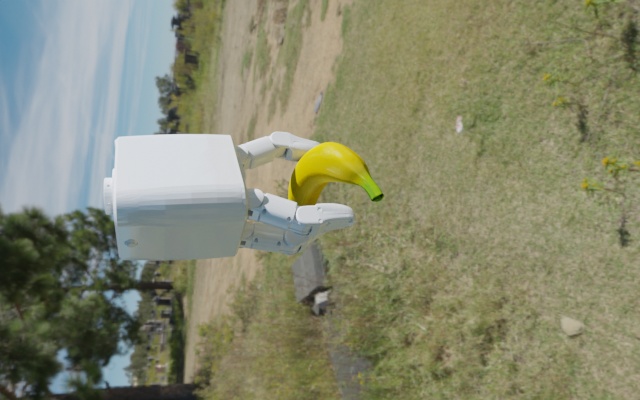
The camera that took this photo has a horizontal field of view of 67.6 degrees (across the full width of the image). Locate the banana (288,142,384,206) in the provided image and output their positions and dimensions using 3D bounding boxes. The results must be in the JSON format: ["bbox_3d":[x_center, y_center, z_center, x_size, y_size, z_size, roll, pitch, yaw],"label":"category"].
[{"bbox_3d":[-0.002,-0.017,0.486,0.037,0.069,0.198,-8,-5,-22],"label":"banana"}]
